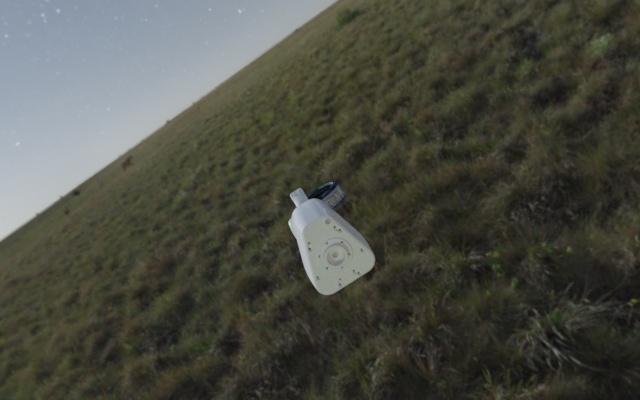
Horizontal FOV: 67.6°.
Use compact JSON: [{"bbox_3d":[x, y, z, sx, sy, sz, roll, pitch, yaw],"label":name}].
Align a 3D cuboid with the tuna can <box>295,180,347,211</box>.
[{"bbox_3d":[0.000,0.002,0.815,0.086,0.034,0.086,-33,12,8],"label":"tuna can"}]
